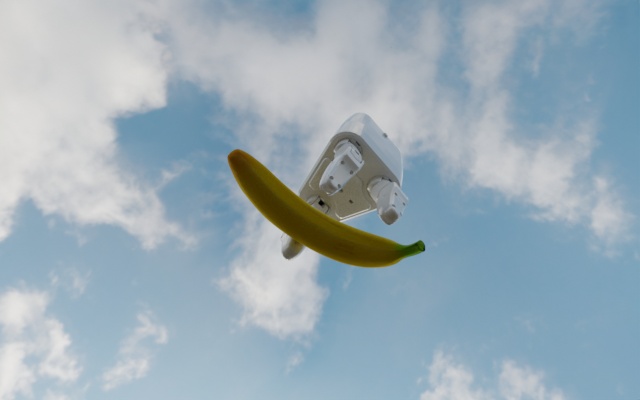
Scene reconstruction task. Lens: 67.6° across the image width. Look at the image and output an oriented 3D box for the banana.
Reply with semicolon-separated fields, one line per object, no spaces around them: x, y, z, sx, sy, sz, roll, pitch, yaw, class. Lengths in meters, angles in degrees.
-0.003;0.017;0.454;0.198;0.070;0.037;25;35;2;banana
